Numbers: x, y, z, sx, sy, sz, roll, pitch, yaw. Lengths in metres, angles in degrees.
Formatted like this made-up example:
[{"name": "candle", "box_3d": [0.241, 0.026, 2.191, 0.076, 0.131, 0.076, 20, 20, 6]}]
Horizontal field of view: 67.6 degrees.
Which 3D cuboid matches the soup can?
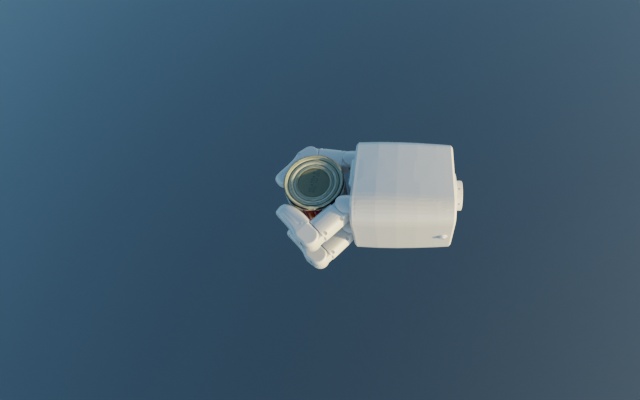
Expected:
[{"name": "soup can", "box_3d": [0.000, 0.002, 0.550, 0.068, 0.068, 0.102, 0, -26, 10]}]
